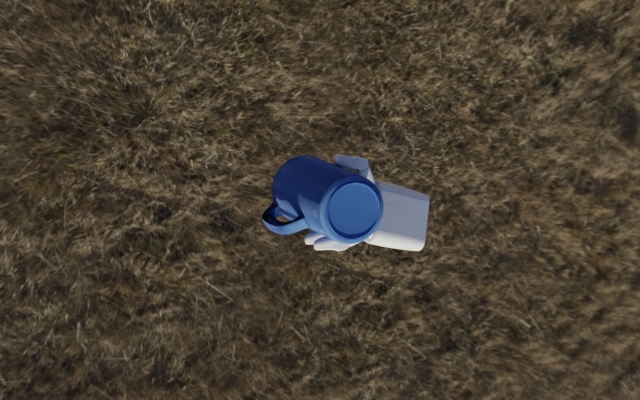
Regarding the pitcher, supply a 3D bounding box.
[{"bbox_3d":[0.000,0.003,0.826,0.145,0.149,0.243,14,4,-22],"label":"pitcher"}]
